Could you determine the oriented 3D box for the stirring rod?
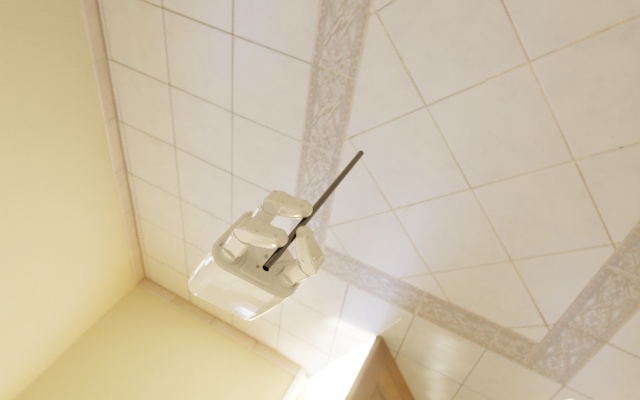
[{"bbox_3d":[0.000,0.002,0.560,0.011,0.011,0.239,0,33,33],"label":"stirring rod"}]
